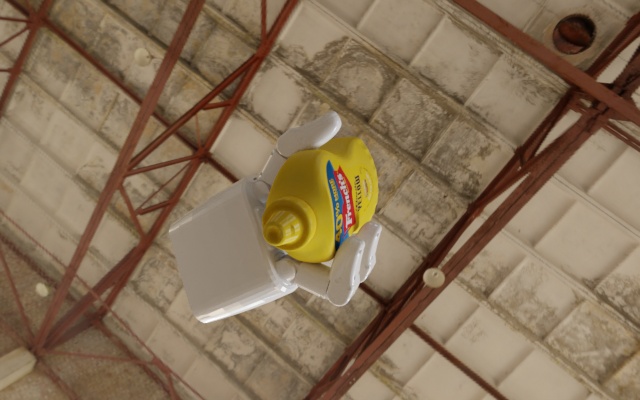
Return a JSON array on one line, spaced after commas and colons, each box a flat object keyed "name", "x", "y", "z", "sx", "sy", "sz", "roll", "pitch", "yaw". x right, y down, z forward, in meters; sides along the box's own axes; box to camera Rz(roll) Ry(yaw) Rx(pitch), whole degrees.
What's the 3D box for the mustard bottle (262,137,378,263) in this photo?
[{"name": "mustard bottle", "x": 0.000, "y": 0.001, "z": 0.422, "sx": 0.058, "sy": 0.096, "sz": 0.191, "roll": 0, "pitch": 13, "yaw": 22}]
